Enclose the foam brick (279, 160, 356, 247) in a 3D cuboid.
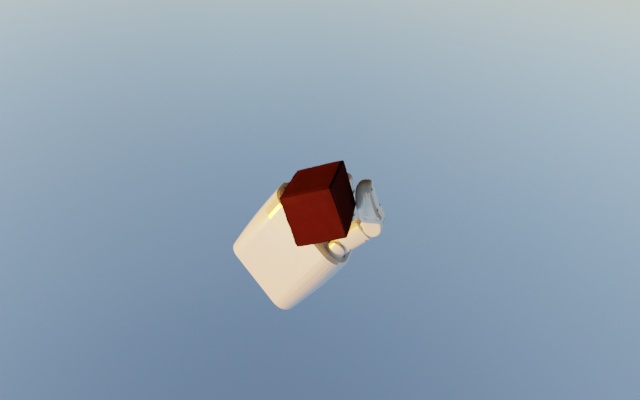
[{"bbox_3d":[0.000,0.002,0.463,0.051,0.053,0.078,-12,20,16],"label":"foam brick"}]
